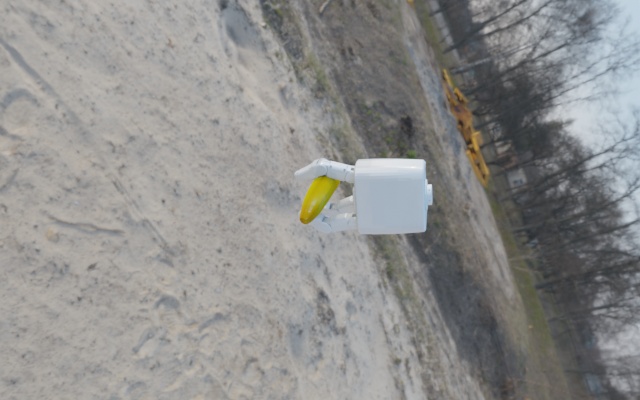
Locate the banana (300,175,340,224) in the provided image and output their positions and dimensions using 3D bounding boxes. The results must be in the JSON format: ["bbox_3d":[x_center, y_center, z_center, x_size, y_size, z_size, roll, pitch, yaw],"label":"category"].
[{"bbox_3d":[0.006,-0.016,0.779,0.037,0.070,0.197,17,15,6],"label":"banana"}]
